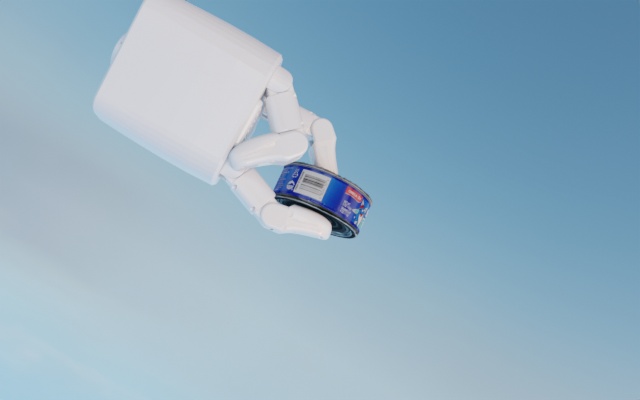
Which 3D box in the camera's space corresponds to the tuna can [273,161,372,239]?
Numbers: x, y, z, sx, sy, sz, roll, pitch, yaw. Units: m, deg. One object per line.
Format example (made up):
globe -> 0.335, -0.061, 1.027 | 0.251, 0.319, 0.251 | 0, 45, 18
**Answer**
tuna can -> 0.000, 0.002, 0.422 | 0.086, 0.033, 0.086 | 23, -15, 6
